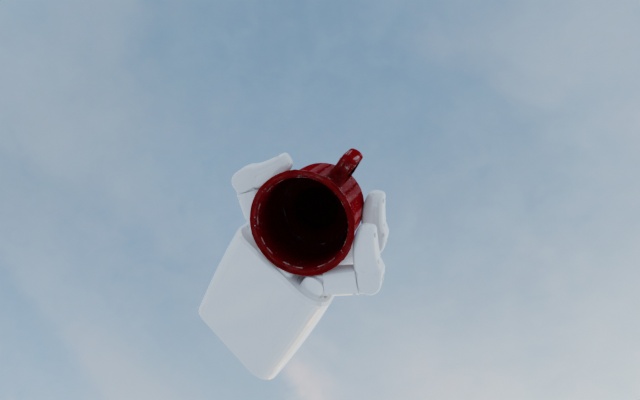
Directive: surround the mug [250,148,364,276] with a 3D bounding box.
[{"bbox_3d":[0.001,0.000,0.433,0.093,0.117,0.081,35,20,5],"label":"mug"}]
